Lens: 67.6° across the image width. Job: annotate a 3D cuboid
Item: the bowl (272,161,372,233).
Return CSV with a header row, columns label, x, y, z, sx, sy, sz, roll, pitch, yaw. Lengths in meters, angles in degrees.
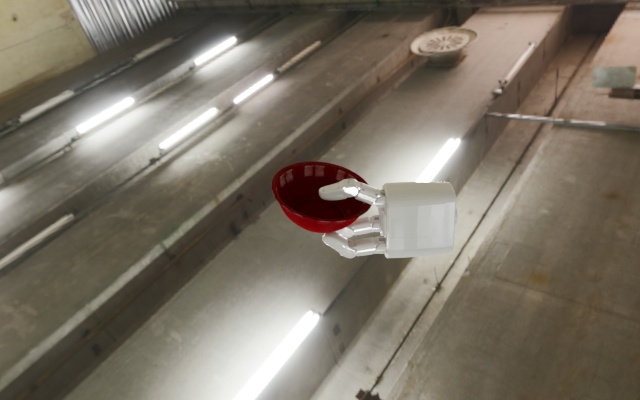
label,x,y,z,sx,sy,sz,roll,pitch,yaw
bowl,-0.001,0.003,0.764,0.162,0.055,0.162,7,36,-5
